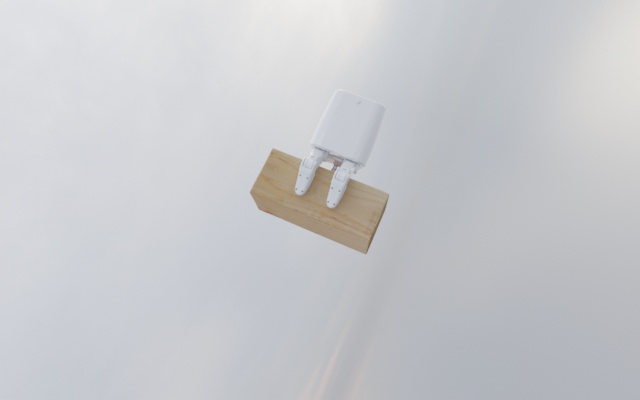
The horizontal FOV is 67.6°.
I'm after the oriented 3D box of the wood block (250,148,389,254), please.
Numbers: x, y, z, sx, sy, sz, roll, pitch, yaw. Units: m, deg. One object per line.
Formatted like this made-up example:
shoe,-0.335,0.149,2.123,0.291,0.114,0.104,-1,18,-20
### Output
wood block,0.000,0.002,0.799,0.206,0.090,0.091,22,-16,10
